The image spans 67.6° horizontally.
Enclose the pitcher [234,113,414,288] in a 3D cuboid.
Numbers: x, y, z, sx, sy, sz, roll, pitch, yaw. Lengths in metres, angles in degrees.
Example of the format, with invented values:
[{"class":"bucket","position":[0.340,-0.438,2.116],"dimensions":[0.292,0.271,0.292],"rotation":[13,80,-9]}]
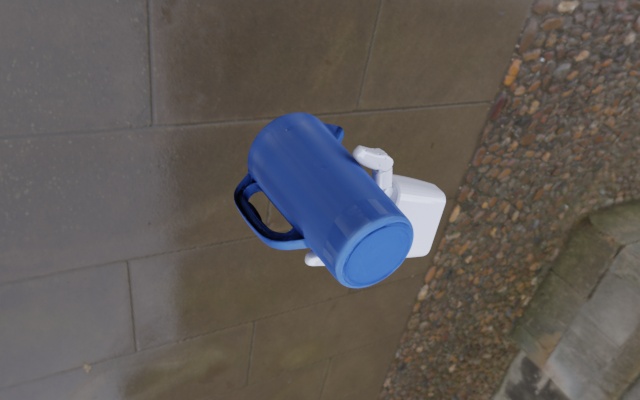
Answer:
[{"class":"pitcher","position":[0.000,0.002,0.620],"dimensions":[0.145,0.149,0.242],"rotation":[7,30,-38]}]
